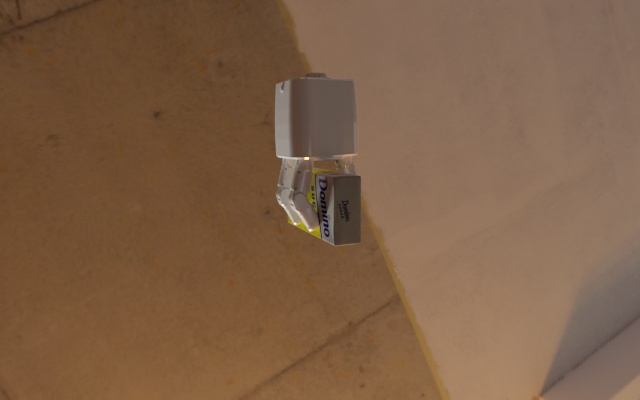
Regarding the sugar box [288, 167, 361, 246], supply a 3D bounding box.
[{"bbox_3d":[0.000,0.002,0.696,0.048,0.093,0.176,-4,9,-21],"label":"sugar box"}]
